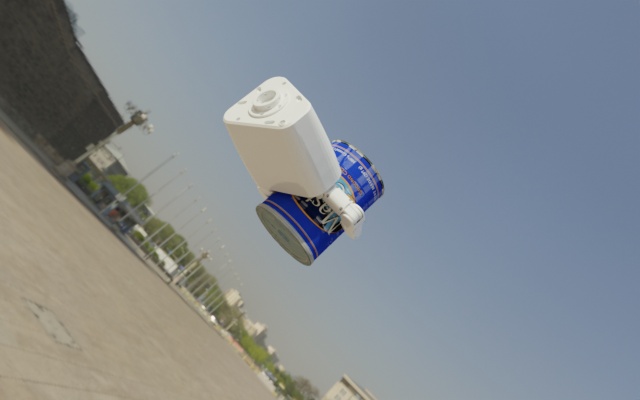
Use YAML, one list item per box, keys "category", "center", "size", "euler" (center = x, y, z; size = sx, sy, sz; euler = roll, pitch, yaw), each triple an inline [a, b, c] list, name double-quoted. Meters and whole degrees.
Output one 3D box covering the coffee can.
- category: "coffee can"
  center: [0.000, 0.002, 0.633]
  size: [0.140, 0.103, 0.103]
  euler: [-42, 16, -18]
